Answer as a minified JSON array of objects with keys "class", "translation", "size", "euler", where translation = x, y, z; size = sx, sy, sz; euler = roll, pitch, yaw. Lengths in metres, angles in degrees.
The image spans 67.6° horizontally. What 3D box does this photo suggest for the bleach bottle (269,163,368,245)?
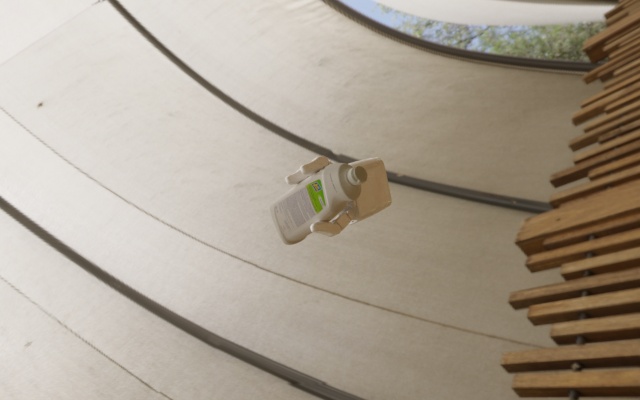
[{"class":"bleach bottle","translation":[0.000,0.003,0.892],"size":[0.068,0.102,0.251],"euler":[-21,-5,-40]}]
